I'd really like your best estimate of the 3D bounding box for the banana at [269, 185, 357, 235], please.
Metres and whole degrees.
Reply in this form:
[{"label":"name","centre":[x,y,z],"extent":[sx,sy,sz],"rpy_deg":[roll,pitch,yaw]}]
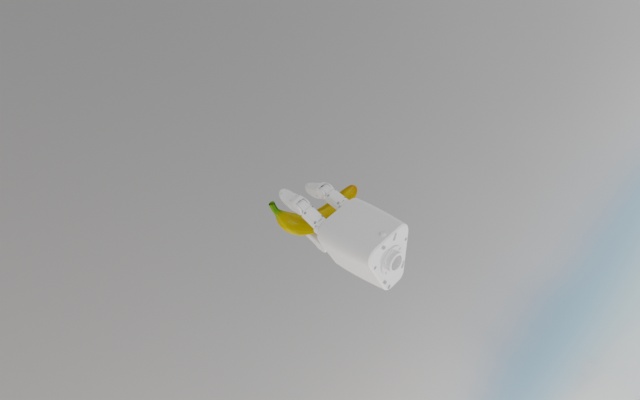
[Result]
[{"label":"banana","centre":[-0.003,0.021,0.838],"extent":[0.198,0.070,0.037],"rpy_deg":[-13,24,-41]}]
